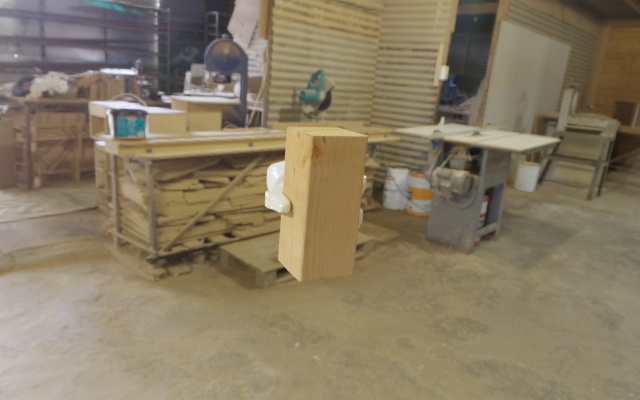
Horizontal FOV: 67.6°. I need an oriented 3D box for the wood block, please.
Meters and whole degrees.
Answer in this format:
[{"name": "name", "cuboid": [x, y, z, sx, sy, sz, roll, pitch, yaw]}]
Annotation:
[{"name": "wood block", "cuboid": [0.000, 0.002, 0.695, 0.091, 0.206, 0.090, -3, 17, -26]}]
